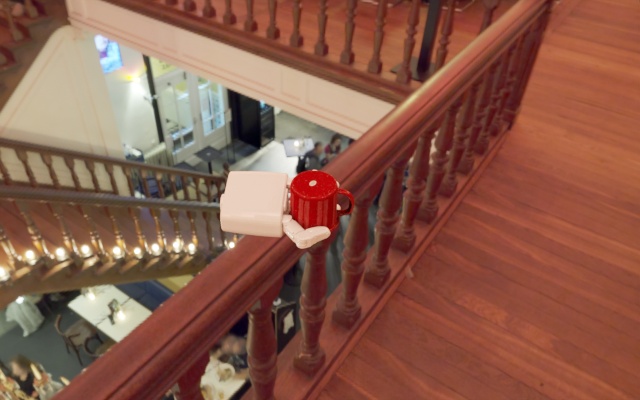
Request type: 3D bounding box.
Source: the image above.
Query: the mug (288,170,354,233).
[{"bbox_3d":[0.002,0.003,0.829,0.117,0.082,0.093,3,40,1],"label":"mug"}]
